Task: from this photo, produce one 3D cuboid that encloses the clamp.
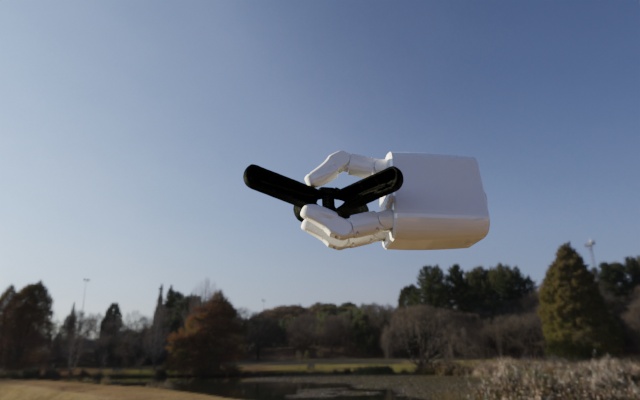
[{"bbox_3d":[0.000,0.001,0.572,0.164,0.036,0.210,4,-18,0],"label":"clamp"}]
